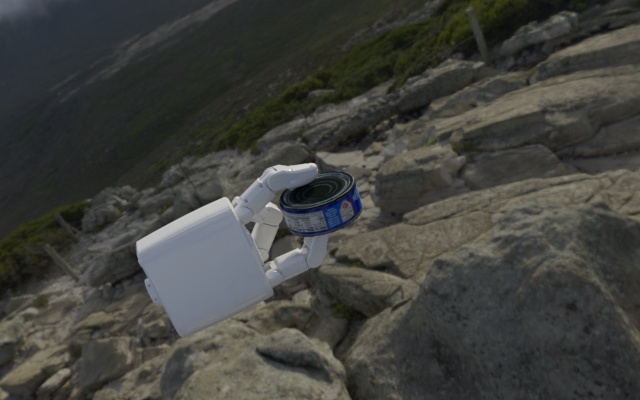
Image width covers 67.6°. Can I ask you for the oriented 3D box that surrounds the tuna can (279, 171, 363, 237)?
[{"bbox_3d":[0.000,0.001,0.510,0.086,0.034,0.086,-14,25,7],"label":"tuna can"}]
